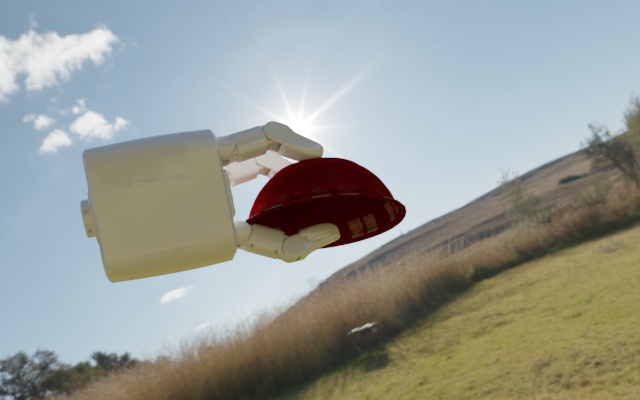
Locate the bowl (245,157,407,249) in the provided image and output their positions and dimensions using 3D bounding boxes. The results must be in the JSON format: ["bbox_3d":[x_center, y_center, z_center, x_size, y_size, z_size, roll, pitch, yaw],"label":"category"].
[{"bbox_3d":[0.001,0.001,0.472,0.162,0.055,0.162,-6,-21,-2],"label":"bowl"}]
